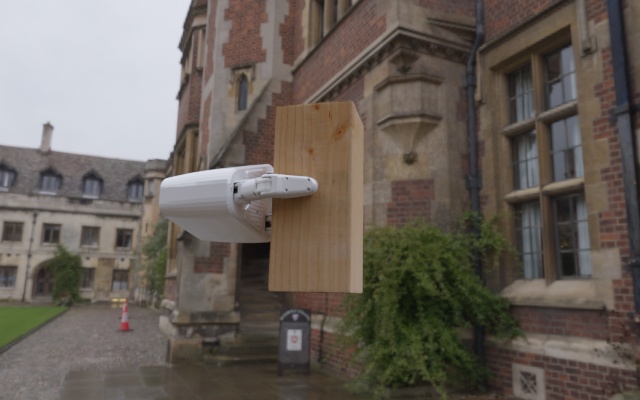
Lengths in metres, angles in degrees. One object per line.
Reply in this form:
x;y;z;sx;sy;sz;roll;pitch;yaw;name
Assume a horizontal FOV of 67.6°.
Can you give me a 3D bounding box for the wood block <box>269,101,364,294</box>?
0.000;0.002;0.549;0.090;0.206;0.091;-1;-11;14;wood block
